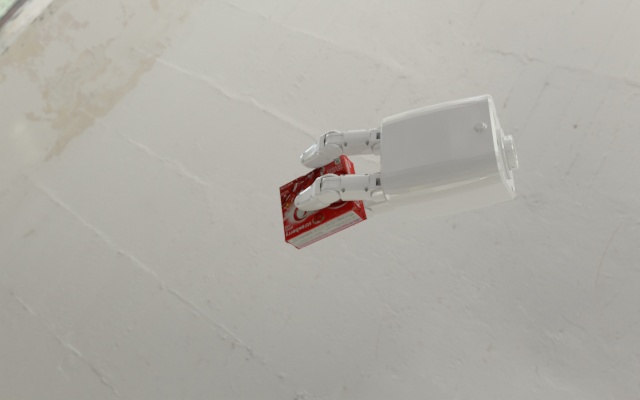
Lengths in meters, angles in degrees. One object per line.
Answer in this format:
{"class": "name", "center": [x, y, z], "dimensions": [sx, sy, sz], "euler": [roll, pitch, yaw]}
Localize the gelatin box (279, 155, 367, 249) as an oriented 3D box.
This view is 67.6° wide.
{"class": "gelatin box", "center": [0.000, 0.002, 0.516], "dimensions": [0.089, 0.073, 0.030], "euler": [-26, -38, 22]}
